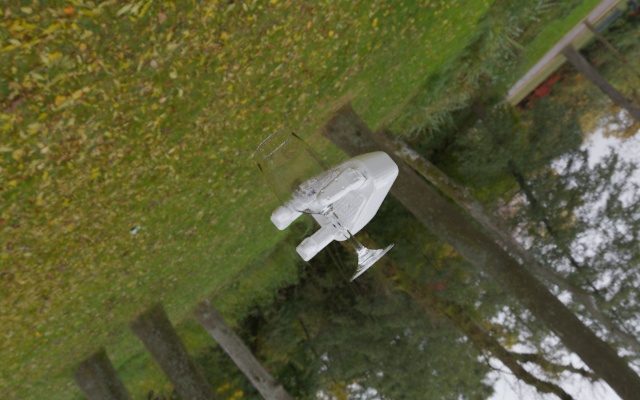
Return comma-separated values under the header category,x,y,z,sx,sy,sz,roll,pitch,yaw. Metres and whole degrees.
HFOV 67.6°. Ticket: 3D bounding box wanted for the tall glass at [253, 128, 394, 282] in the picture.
category,x,y,z,sx,sy,sz,roll,pitch,yaw
tall glass,0.001,0.002,0.605,0.079,0.201,0.079,-39,-8,-6
